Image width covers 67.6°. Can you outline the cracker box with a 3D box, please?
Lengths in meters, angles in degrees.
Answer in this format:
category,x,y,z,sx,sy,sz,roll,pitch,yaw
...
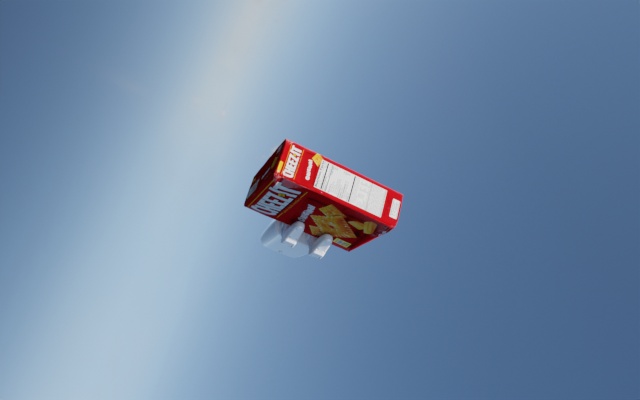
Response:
category,x,y,z,sx,sy,sz,roll,pitch,yaw
cracker box,0.000,0.002,0.789,0.214,0.072,0.164,24,-27,-16
